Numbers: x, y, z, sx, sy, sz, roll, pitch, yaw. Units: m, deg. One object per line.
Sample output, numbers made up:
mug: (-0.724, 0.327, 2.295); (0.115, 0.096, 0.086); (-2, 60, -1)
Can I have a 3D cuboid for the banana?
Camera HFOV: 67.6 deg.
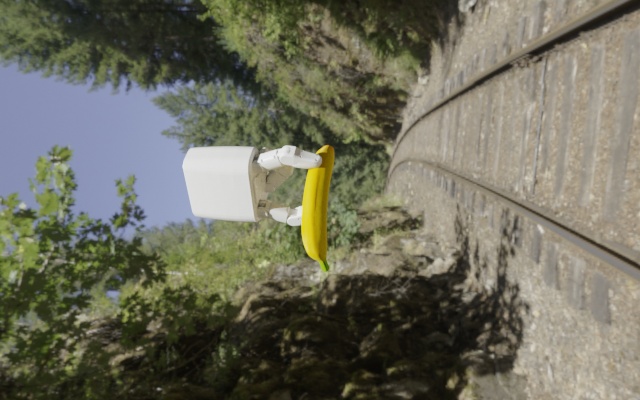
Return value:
banana: (-0.003, 0.000, 0.696); (0.037, 0.197, 0.070); (1, -18, 11)
